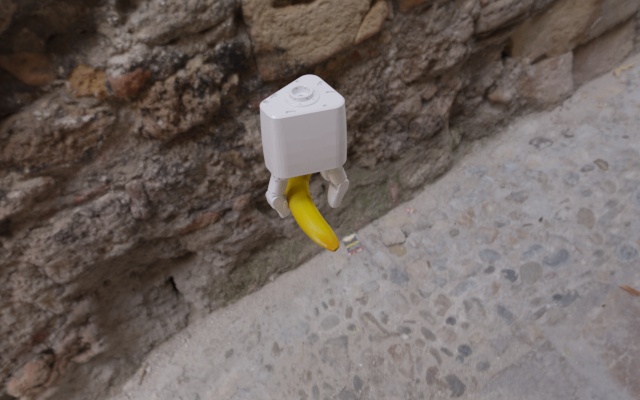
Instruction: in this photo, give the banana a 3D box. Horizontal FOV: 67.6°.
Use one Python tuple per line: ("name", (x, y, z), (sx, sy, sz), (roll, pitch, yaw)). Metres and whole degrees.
("banana", (-0.019, 0.000, 0.751), (0.069, 0.037, 0.197), (-1, 45, -11))
